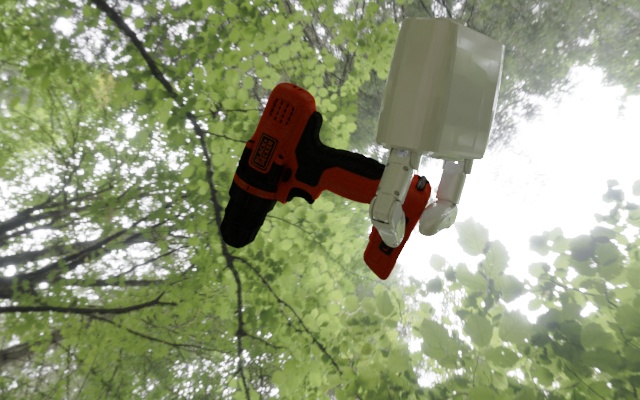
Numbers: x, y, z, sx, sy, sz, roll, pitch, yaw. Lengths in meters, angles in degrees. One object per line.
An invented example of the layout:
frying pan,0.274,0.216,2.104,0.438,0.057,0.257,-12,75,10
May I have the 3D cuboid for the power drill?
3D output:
power drill,0.001,0.002,0.477,0.187,0.184,0.057,28,22,7
